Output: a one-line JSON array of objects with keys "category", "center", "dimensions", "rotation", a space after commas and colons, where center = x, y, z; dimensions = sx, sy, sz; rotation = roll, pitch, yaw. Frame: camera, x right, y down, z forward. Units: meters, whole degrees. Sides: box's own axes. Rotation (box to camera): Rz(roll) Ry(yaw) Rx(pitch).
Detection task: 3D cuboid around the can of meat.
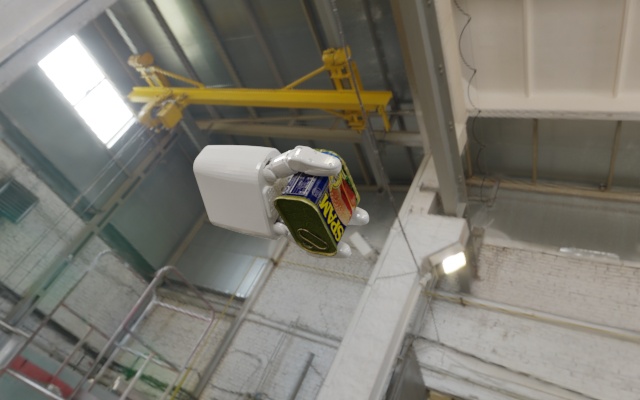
[{"category": "can of meat", "center": [0.000, 0.002, 0.567], "dimensions": [0.057, 0.084, 0.102], "rotation": [6, -39, 31]}]
